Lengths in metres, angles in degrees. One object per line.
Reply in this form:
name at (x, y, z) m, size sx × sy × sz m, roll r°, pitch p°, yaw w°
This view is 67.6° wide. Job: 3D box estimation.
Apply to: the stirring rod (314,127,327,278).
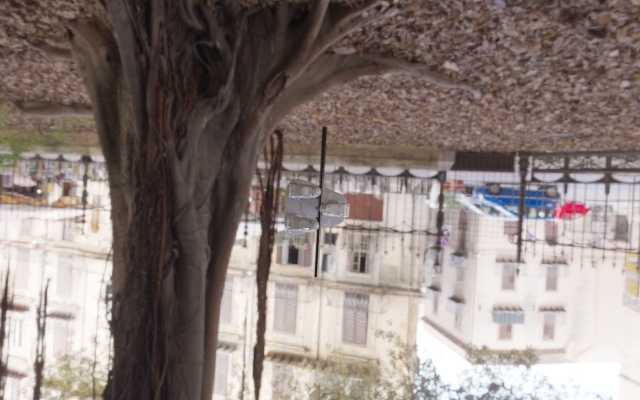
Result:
stirring rod at (0.000, 0.002, 0.763) m, size 0.011 × 0.239 × 0.011 m, roll 3°, pitch 0°, yaw 0°
